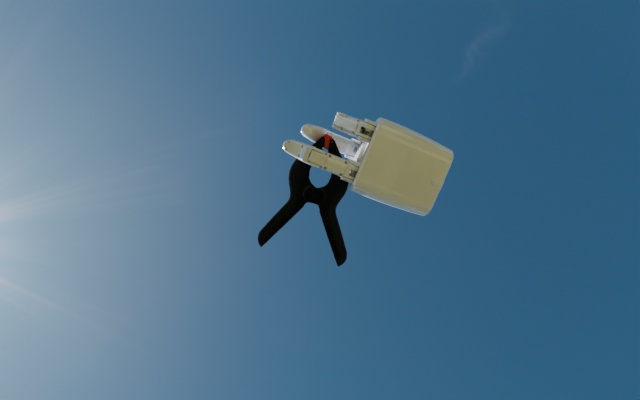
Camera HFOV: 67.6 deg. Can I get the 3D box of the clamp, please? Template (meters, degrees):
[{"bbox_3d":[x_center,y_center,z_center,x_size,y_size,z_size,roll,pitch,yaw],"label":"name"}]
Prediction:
[{"bbox_3d":[0.000,0.002,0.631,0.120,0.171,0.039,22,7,-4],"label":"clamp"}]
